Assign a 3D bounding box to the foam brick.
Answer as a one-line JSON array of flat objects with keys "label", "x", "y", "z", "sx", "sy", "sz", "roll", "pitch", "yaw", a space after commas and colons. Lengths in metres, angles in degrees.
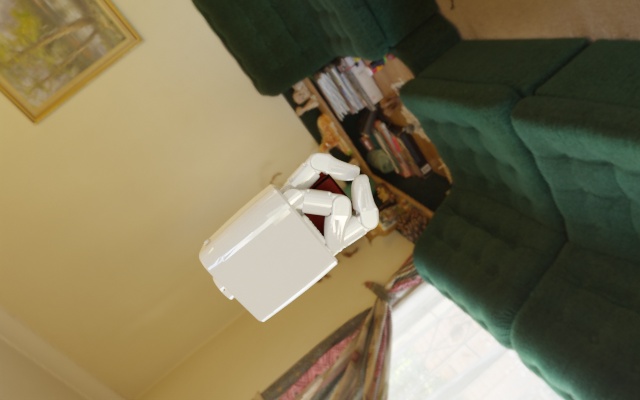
[{"label": "foam brick", "x": 0.000, "y": 0.002, "z": 0.570, "sx": 0.051, "sy": 0.053, "sz": 0.078, "roll": -40, "pitch": 10, "yaw": -3}]
